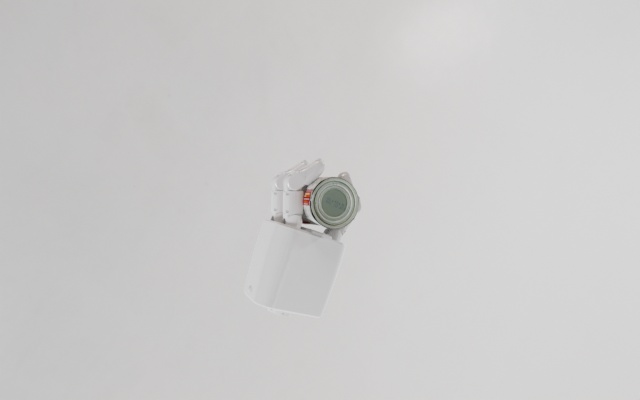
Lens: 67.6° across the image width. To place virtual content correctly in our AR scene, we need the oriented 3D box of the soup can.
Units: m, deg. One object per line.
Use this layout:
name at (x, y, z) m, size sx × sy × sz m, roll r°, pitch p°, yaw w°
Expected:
soup can at (0.000, 0.002, 0.640) m, size 0.068 × 0.068 × 0.102 m, roll 0°, pitch 2°, yaw -21°
